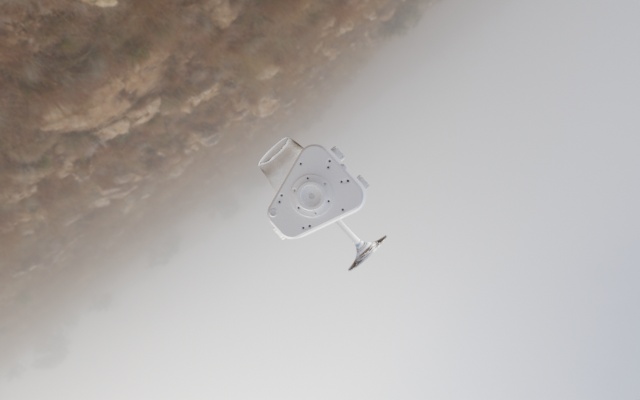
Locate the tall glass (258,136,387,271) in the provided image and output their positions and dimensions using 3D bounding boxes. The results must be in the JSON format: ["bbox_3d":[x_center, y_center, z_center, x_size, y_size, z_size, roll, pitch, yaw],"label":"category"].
[{"bbox_3d":[0.001,0.003,0.681,0.079,0.201,0.079,-42,-2,-2],"label":"tall glass"}]
